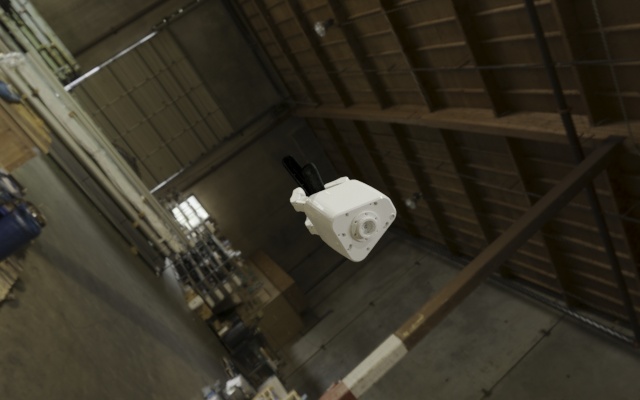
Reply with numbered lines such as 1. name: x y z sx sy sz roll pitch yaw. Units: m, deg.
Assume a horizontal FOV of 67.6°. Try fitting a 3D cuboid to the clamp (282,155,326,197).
1. clamp: 0.001 0.003 0.887 0.036 0.210 0.164 -35 25 -7
